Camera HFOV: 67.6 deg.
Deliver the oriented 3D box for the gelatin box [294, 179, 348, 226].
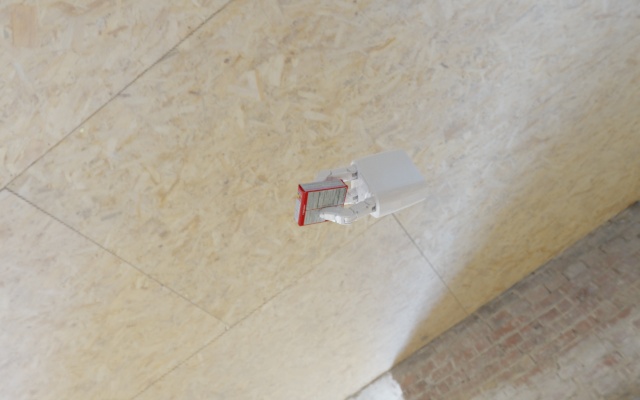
[{"bbox_3d":[0.000,0.003,0.849,0.089,0.073,0.030,-9,37,-27],"label":"gelatin box"}]
